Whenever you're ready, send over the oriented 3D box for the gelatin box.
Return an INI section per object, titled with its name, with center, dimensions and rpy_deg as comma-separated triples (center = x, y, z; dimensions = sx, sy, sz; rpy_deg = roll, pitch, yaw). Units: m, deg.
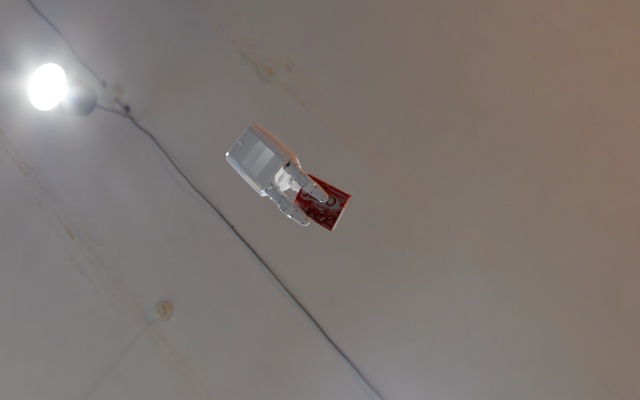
[gelatin box]
center = 0.001, 0.003, 0.868
dimensions = 0.089, 0.073, 0.030
rpy_deg = 28, 5, 12
